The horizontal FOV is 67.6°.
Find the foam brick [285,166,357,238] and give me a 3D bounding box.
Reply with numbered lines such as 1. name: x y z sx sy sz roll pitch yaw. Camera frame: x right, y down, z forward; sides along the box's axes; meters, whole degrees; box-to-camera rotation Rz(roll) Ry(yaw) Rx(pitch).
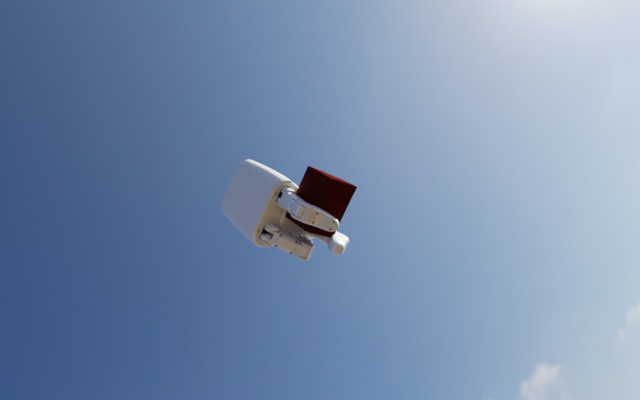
1. foam brick: 0.000 0.002 0.631 0.053 0.078 0.051 19 10 -43
